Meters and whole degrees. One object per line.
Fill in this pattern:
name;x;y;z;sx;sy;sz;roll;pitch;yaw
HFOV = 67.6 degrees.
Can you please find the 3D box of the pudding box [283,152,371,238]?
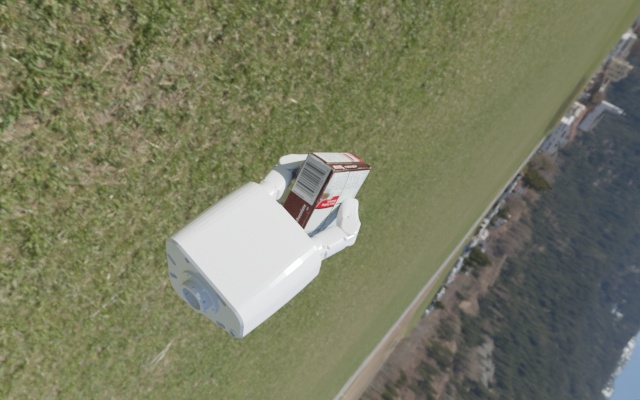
pudding box;0.000;0.002;0.538;0.039;0.113;0.090;38;23;22
